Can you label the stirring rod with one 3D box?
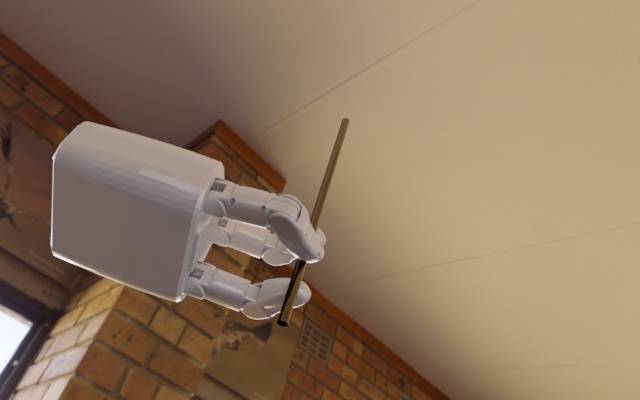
[{"bbox_3d":[0.000,0.001,0.410,0.011,0.011,0.239,0,44,18],"label":"stirring rod"}]
